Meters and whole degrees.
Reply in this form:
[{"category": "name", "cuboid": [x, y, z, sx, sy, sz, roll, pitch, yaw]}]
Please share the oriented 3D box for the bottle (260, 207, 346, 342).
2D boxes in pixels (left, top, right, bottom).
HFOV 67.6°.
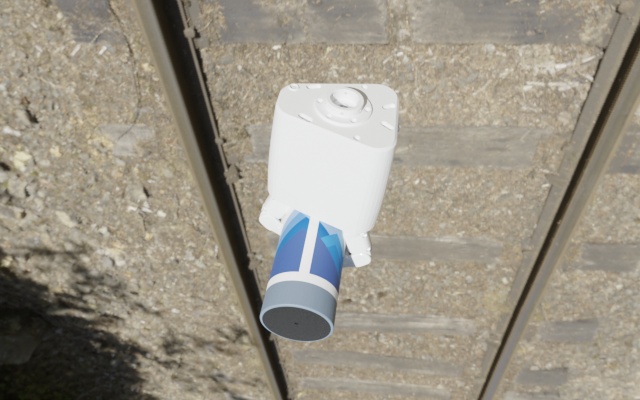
[{"category": "bottle", "cuboid": [0.000, 0.002, 0.519, 0.069, 0.295, 0.069, 6, -42, 6]}]
